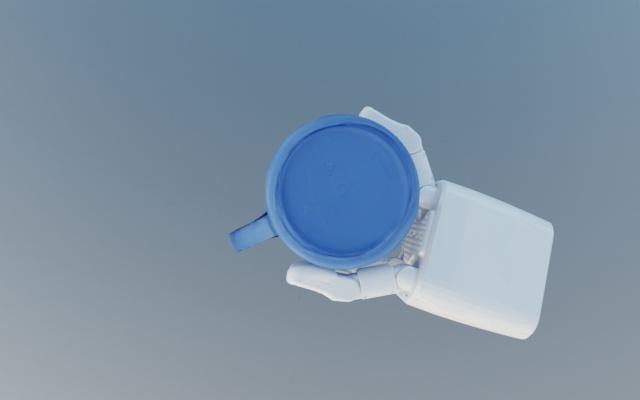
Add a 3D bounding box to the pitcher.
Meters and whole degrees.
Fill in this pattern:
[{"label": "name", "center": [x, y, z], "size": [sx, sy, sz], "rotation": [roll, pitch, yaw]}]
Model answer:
[{"label": "pitcher", "center": [0.000, 0.001, 0.439], "size": [0.145, 0.149, 0.243], "rotation": [21, -2, -2]}]
